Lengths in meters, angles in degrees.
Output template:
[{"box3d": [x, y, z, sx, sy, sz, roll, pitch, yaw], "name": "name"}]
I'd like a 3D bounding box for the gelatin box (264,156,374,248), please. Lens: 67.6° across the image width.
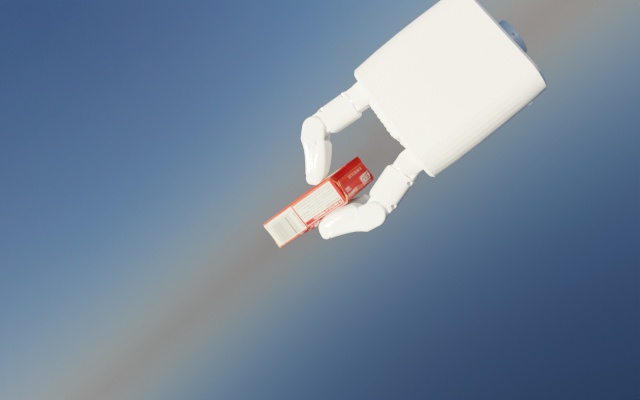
[{"box3d": [0.000, 0.001, 0.448, 0.089, 0.030, 0.073, -35, 1, 30], "name": "gelatin box"}]
